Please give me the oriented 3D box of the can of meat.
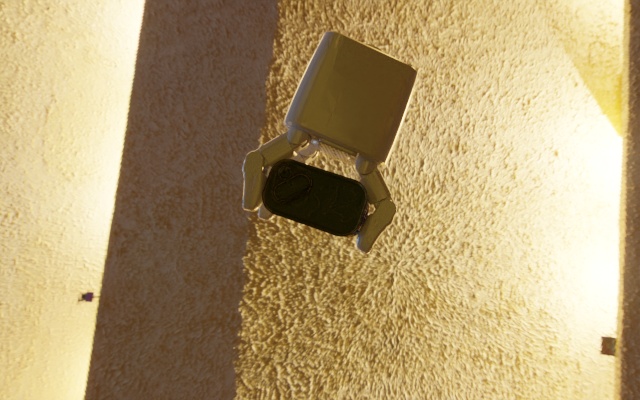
[{"bbox_3d":[0.000,0.002,0.501,0.102,0.057,0.084,18,-4,11],"label":"can of meat"}]
